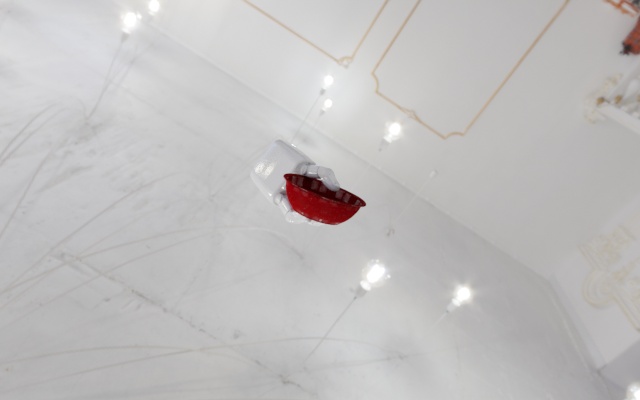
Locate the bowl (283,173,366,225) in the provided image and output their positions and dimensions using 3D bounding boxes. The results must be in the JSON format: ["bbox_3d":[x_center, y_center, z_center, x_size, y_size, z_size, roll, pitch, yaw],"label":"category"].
[{"bbox_3d":[0.001,0.004,0.881,0.162,0.055,0.162,19,11,-4],"label":"bowl"}]
